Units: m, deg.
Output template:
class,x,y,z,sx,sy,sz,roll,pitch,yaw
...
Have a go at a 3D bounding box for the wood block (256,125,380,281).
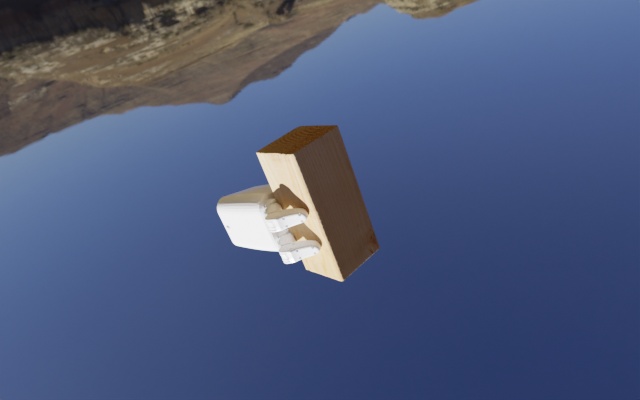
class,x,y,z,sx,sy,sz,roll,pitch,yaw
wood block,0.000,0.002,0.702,0.090,0.206,0.090,-37,29,-31
